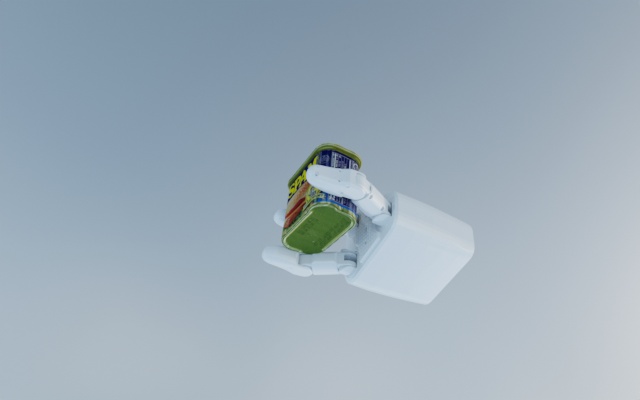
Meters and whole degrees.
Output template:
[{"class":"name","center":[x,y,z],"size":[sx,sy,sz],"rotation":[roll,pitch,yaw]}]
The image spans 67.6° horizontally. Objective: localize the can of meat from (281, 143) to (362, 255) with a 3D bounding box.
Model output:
[{"class":"can of meat","center":[0.000,0.002,0.526],"size":[0.057,0.084,0.102],"rotation":[23,-41,-20]}]
